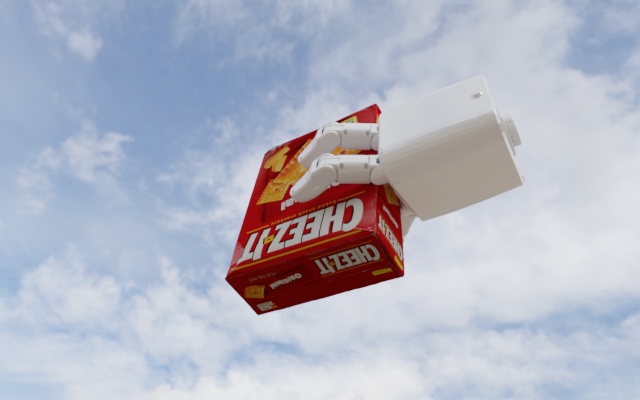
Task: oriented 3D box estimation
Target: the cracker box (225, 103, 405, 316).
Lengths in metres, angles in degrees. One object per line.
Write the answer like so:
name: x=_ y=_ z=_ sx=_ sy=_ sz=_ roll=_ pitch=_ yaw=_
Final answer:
cracker box: x=0.000 y=0.002 z=0.519 sx=0.164 sy=0.072 sz=0.213 roll=-20 pitch=35 yaw=23
